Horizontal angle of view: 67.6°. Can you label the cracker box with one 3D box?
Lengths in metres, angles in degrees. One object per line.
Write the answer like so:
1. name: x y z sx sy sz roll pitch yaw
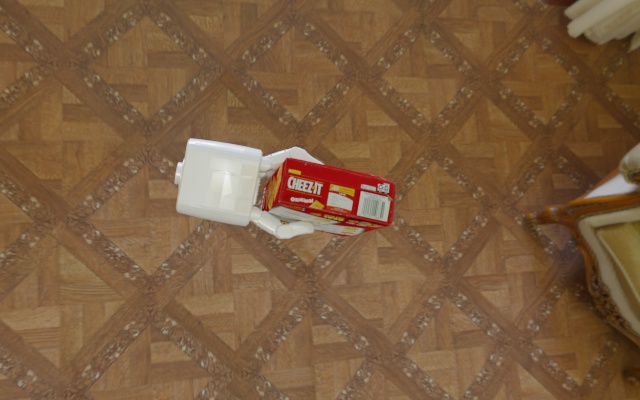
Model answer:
1. cracker box: 0.000 0.003 0.745 0.164 0.072 0.214 12 -11 -12
